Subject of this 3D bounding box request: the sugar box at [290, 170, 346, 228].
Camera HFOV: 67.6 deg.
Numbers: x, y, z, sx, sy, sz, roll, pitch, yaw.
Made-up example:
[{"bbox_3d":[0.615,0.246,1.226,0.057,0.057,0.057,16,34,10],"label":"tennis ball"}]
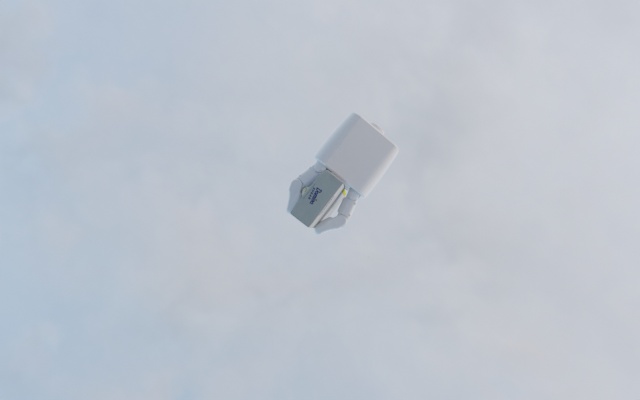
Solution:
[{"bbox_3d":[0.000,0.002,0.840,0.048,0.093,0.176,38,-2,9],"label":"sugar box"}]
